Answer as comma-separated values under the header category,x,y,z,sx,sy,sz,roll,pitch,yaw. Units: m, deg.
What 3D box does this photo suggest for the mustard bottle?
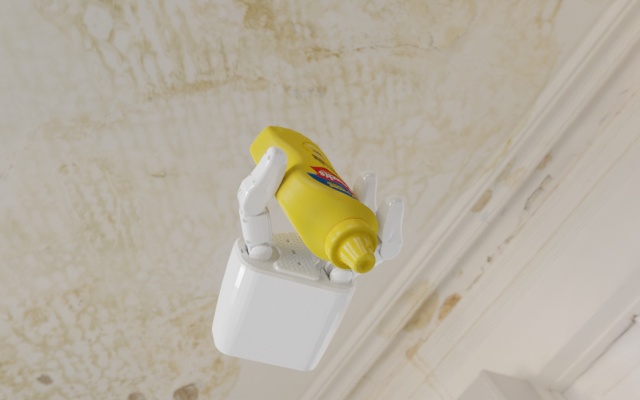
category,x,y,z,sx,sy,sz,roll,pitch,yaw
mustard bottle,0.000,0.001,0.426,0.096,0.058,0.191,35,12,-34
